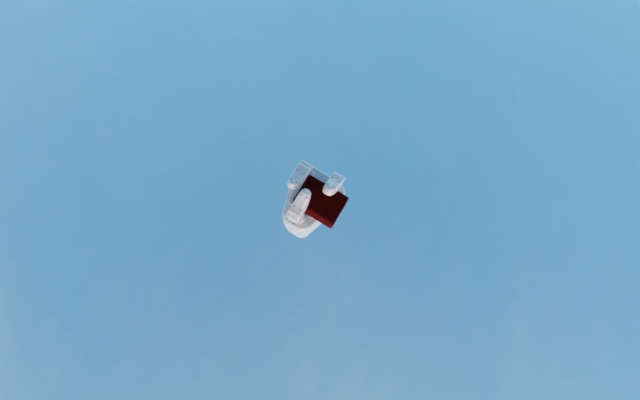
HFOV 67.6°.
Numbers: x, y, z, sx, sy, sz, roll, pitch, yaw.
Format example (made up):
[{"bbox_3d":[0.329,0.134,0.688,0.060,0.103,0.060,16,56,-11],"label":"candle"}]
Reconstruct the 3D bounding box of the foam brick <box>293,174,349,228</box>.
[{"bbox_3d":[0.000,0.003,0.786,0.078,0.053,0.051,31,-12,5],"label":"foam brick"}]
